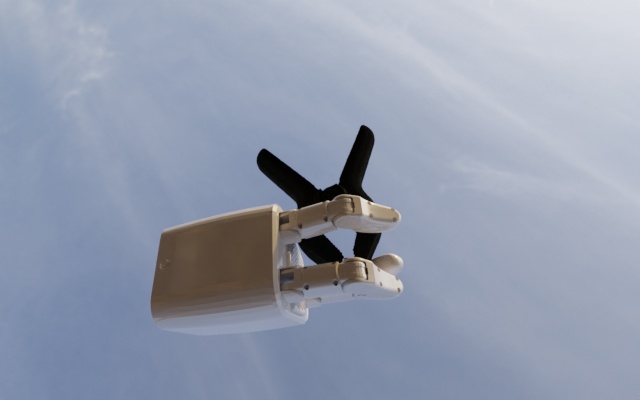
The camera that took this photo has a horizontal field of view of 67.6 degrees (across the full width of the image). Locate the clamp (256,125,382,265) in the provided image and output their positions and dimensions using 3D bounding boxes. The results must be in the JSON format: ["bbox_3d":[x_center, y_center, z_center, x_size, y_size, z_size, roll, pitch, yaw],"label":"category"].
[{"bbox_3d":[0.000,0.002,0.445,0.120,0.171,0.039,-10,-38,7],"label":"clamp"}]
